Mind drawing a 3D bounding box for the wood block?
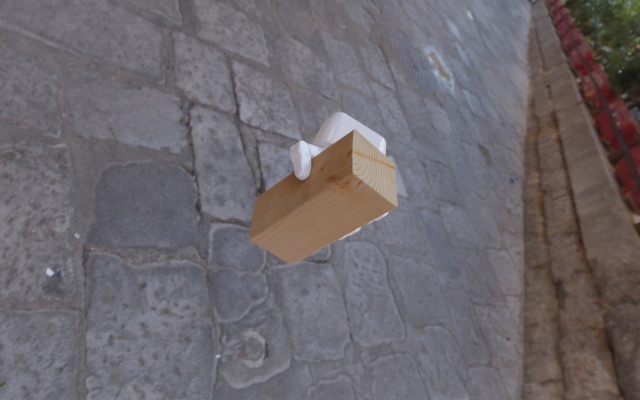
[{"bbox_3d":[0.000,0.002,0.691,0.091,0.090,0.206,36,-51,-29],"label":"wood block"}]
